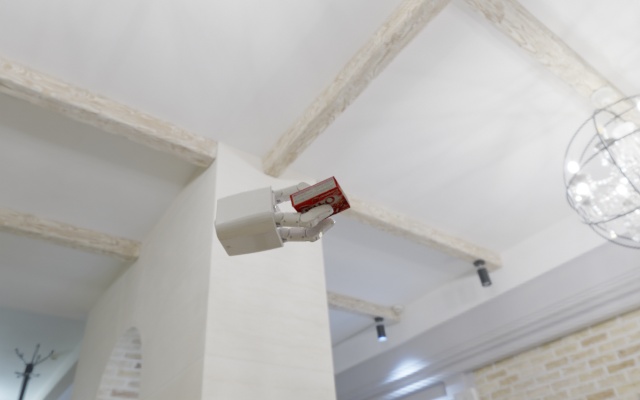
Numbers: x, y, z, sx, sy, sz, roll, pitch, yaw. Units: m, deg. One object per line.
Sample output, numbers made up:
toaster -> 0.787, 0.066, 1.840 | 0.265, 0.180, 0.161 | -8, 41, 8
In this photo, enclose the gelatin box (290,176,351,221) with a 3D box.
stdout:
gelatin box -> 0.000, 0.002, 0.851 | 0.089, 0.030, 0.073 | -24, -38, 9
